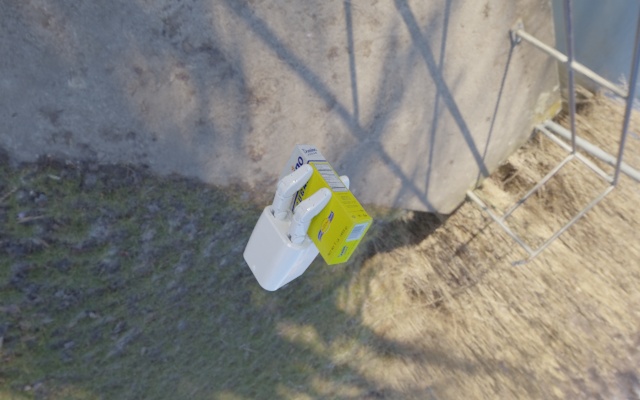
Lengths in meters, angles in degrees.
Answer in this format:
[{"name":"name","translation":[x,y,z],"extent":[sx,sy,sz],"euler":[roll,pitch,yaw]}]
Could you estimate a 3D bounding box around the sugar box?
[{"name":"sugar box","translation":[0.000,0.003,0.739],"extent":[0.048,0.093,0.176],"euler":[-6,46,-42]}]
